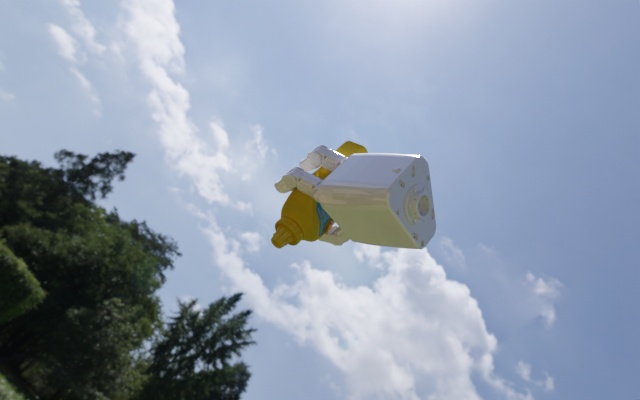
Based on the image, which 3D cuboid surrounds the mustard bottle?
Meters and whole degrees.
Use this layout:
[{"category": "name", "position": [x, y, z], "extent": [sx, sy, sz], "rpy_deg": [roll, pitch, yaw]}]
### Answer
[{"category": "mustard bottle", "position": [0.000, 0.002, 0.674], "extent": [0.058, 0.096, 0.191], "rpy_deg": [26, 51, 27]}]
